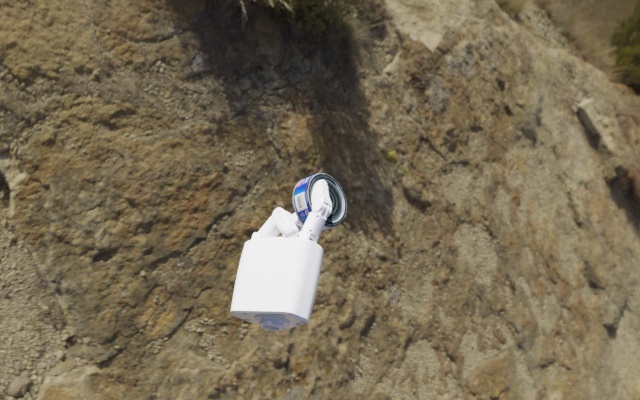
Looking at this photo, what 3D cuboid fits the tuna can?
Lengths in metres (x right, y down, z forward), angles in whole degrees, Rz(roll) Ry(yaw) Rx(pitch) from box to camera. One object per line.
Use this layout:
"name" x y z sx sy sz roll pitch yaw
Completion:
"tuna can" 0.001 0.002 0.727 0.086 0.086 0.034 0 -17 -46
